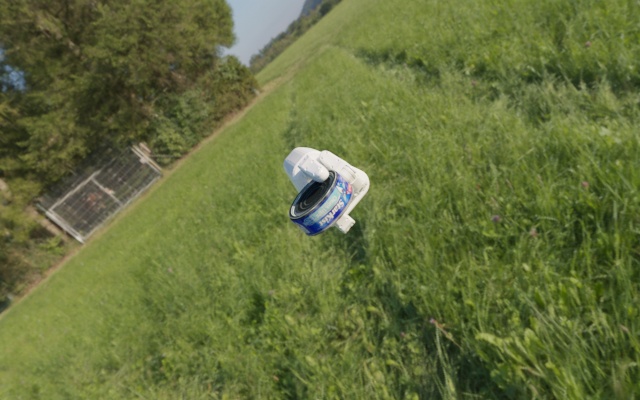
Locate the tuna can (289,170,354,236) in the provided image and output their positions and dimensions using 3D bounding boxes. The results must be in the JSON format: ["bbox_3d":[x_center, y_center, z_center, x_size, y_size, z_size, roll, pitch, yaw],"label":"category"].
[{"bbox_3d":[0.000,0.002,0.608,0.034,0.086,0.086,44,-19,-21],"label":"tuna can"}]
